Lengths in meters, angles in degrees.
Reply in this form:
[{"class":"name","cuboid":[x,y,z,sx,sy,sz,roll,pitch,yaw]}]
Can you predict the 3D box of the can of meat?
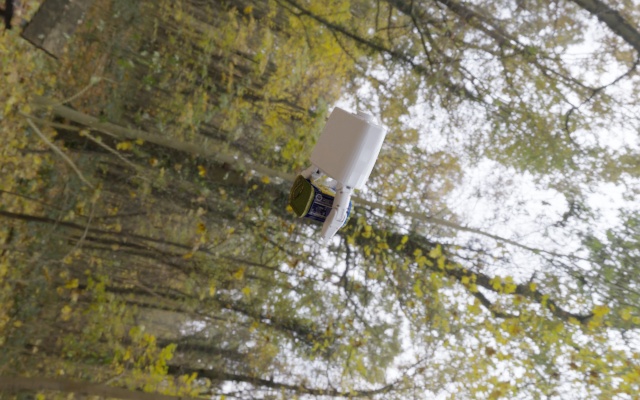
[{"class":"can of meat","cuboid":[0.000,0.003,0.829,0.084,0.057,0.102,18,12,-22]}]
